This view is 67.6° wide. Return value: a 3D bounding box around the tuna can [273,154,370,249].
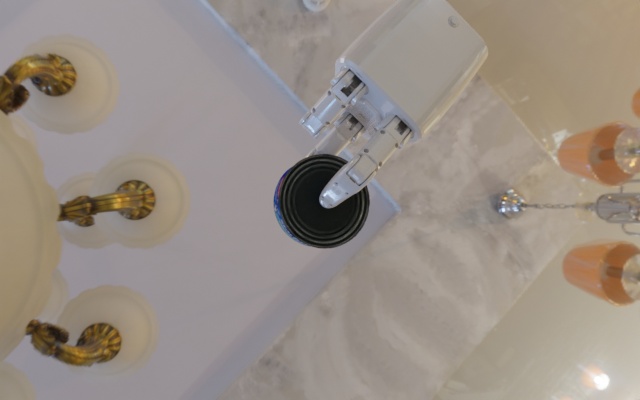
[{"bbox_3d":[0.000,0.002,0.445,0.086,0.086,0.034,0,-4,-16],"label":"tuna can"}]
